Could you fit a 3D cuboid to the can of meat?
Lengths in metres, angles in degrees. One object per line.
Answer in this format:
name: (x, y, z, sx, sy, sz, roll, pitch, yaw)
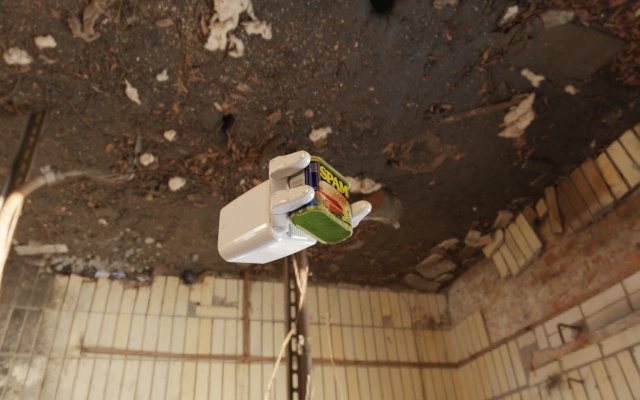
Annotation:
can of meat: (0.000, 0.002, 0.653, 0.057, 0.084, 0.102, -23, -38, 27)
